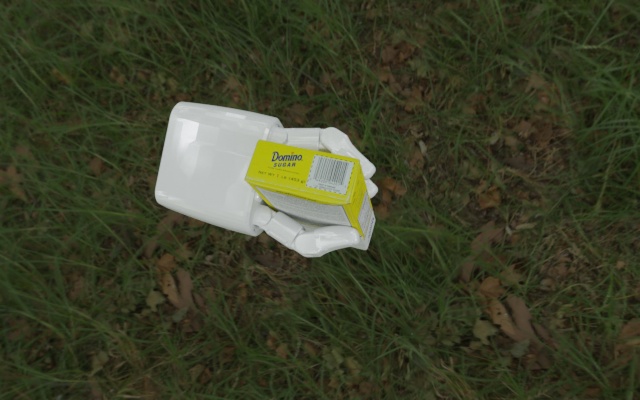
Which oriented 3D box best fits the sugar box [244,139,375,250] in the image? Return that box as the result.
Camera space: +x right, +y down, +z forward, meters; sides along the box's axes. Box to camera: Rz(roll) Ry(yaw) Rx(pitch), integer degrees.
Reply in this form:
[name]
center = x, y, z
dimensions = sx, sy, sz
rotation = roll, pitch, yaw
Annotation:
[sugar box]
center = 0.000, 0.001, 0.470
dimensions = 0.093, 0.048, 0.176
rotation = 14, -12, 14
